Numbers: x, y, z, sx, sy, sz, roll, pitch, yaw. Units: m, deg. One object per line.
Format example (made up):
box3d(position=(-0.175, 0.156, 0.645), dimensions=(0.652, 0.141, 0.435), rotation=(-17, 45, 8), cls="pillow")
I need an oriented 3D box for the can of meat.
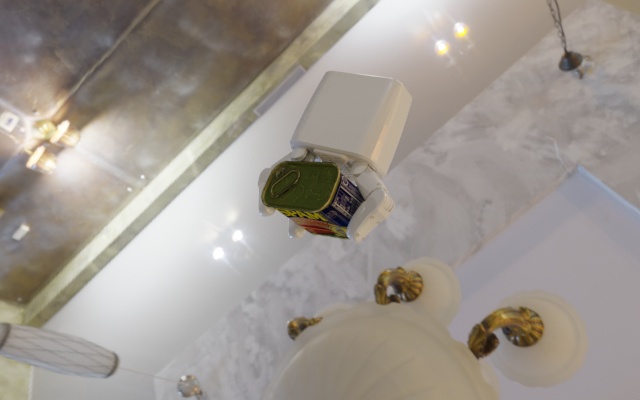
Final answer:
box3d(position=(0.000, 0.002, 0.529), dimensions=(0.102, 0.057, 0.084), rotation=(6, -23, 42), cls="can of meat")
